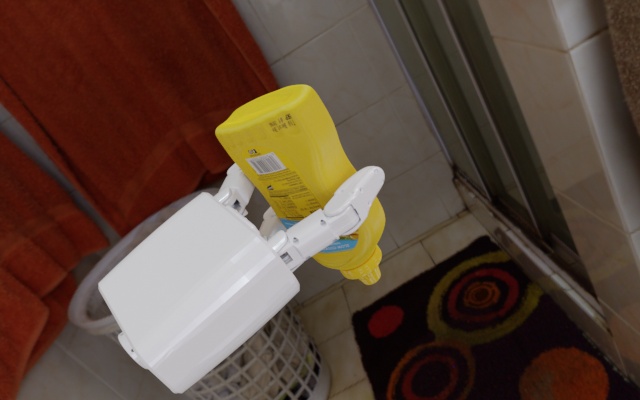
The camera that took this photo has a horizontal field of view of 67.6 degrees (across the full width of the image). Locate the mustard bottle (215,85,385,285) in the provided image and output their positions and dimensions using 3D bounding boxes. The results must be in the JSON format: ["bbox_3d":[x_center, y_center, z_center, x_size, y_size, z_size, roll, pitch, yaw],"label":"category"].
[{"bbox_3d":[0.000,0.001,0.401,0.096,0.192,0.058,-8,35,42],"label":"mustard bottle"}]
